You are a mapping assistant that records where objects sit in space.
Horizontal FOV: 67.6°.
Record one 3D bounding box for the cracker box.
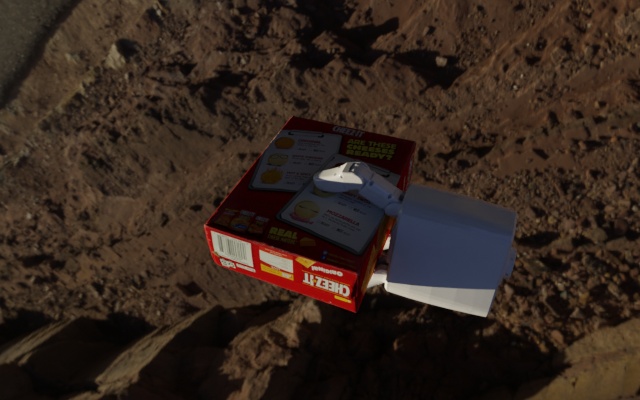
[{"bbox_3d":[0.000,0.002,0.535,0.164,0.072,0.213,15,45,16],"label":"cracker box"}]
